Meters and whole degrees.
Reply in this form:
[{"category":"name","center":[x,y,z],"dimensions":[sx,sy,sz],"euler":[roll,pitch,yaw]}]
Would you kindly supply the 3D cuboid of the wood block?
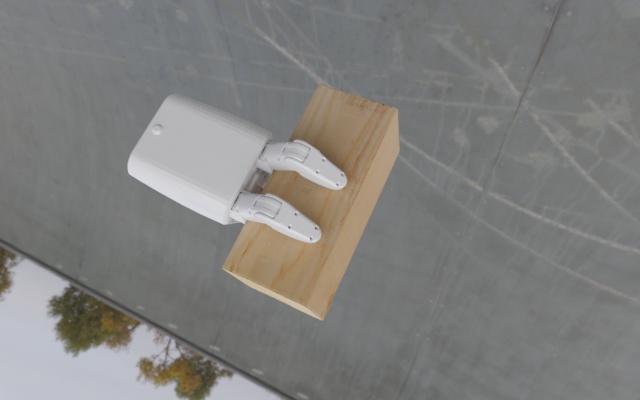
[{"category":"wood block","center":[0.000,0.002,0.482],"dimensions":[0.090,0.206,0.091],"euler":[21,-16,17]}]
